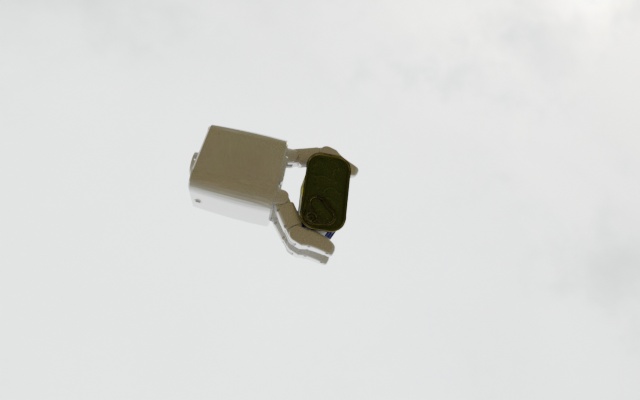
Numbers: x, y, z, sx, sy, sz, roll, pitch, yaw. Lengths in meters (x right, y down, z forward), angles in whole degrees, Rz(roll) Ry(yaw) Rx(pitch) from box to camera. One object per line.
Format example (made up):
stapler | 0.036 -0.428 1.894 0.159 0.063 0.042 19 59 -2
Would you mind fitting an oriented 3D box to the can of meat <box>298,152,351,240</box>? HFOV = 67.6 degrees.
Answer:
can of meat | 0.000 0.002 0.625 0.057 0.102 0.084 9 -21 -7
